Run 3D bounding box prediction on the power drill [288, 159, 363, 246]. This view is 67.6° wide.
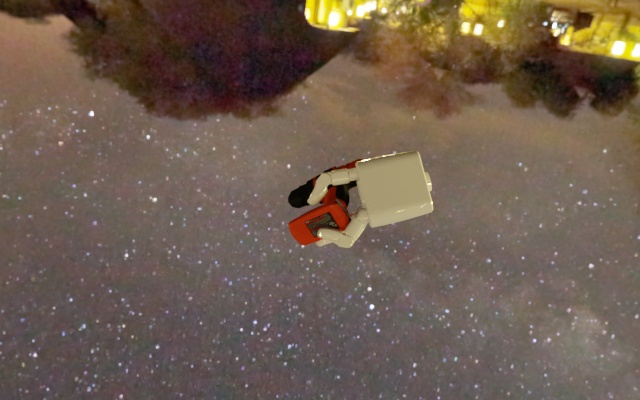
[{"bbox_3d":[0.000,0.003,0.885,0.184,0.057,0.187,-25,23,25],"label":"power drill"}]
